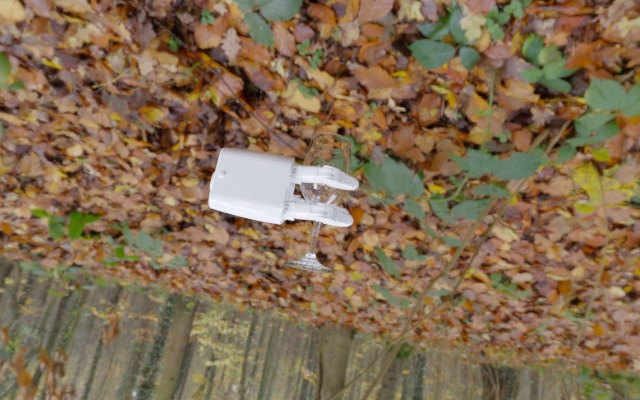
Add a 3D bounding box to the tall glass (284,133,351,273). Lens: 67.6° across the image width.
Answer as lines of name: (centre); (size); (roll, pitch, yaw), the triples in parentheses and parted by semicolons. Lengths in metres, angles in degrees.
tall glass: (0.000, 0.003, 0.715); (0.079, 0.201, 0.079); (10, -15, 3)
